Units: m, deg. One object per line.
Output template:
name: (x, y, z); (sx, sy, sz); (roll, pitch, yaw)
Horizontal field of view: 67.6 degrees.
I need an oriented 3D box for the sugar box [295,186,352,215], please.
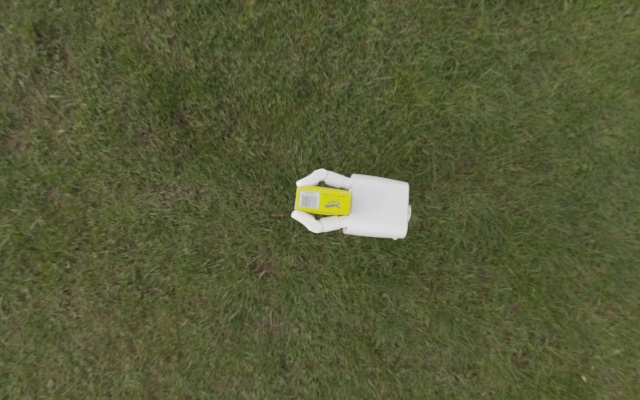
sugar box: (0.000, 0.003, 0.879); (0.093, 0.048, 0.176); (7, -5, -3)
